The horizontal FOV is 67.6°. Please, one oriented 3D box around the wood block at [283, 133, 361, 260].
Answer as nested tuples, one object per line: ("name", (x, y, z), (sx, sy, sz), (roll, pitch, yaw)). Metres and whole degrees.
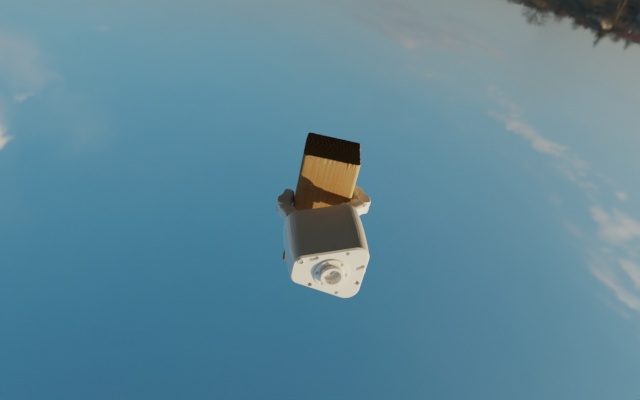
("wood block", (0.000, 0.003, 0.808), (0.091, 0.206, 0.090), (12, 31, -3))
